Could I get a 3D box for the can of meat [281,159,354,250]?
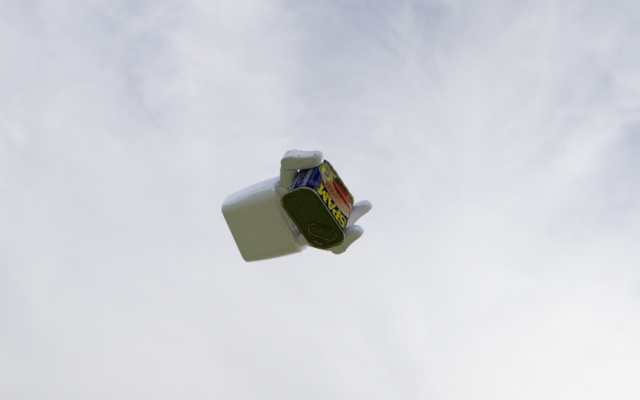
[{"bbox_3d":[0.000,0.002,0.666,0.057,0.102,0.084,-20,28,30],"label":"can of meat"}]
